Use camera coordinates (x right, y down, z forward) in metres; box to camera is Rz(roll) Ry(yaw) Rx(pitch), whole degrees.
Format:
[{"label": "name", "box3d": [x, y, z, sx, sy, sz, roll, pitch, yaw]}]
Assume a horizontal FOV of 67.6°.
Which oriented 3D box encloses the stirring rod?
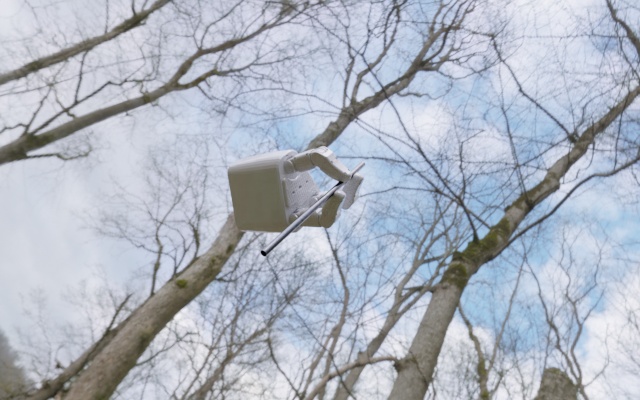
[{"label": "stirring rod", "box3d": [0.000, 0.002, 0.592, 0.011, 0.011, 0.239, 0, 27, 34]}]
